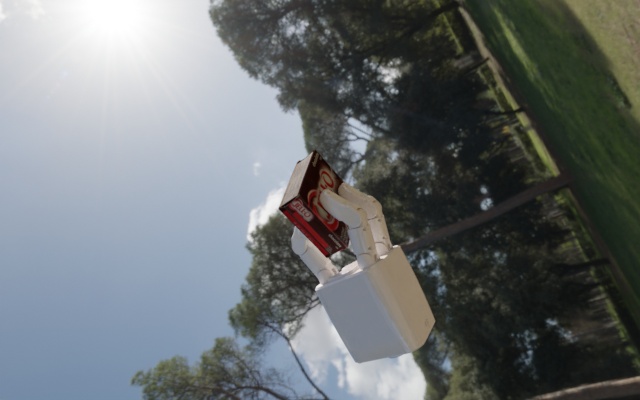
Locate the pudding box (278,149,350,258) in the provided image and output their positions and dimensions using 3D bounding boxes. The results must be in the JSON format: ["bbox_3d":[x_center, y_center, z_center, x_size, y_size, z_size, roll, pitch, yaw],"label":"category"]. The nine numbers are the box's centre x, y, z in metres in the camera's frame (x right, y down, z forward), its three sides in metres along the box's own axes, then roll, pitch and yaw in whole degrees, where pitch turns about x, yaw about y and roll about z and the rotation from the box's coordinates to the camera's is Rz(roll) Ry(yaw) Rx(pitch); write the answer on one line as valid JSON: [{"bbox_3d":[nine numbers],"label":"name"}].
[{"bbox_3d":[0.000,0.002,0.591,0.039,0.090,0.113,-32,24,25],"label":"pudding box"}]
